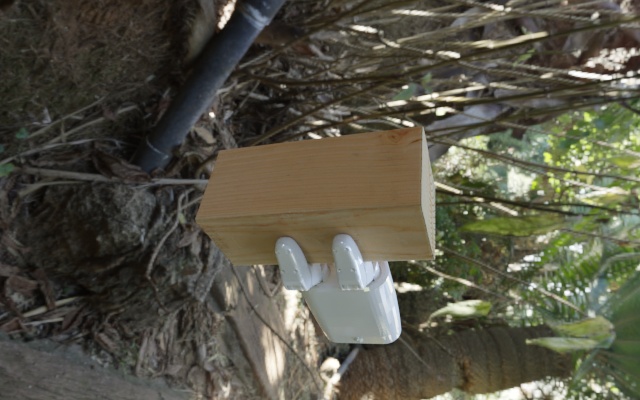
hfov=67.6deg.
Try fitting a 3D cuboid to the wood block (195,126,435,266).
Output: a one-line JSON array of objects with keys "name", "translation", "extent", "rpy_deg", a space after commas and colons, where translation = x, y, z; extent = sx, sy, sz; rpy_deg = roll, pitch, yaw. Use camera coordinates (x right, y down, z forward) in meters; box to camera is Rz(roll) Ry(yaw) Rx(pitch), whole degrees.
[{"name": "wood block", "translation": [0.000, 0.001, 0.461], "extent": [0.206, 0.090, 0.090], "rpy_deg": [-4, -39, 19]}]
